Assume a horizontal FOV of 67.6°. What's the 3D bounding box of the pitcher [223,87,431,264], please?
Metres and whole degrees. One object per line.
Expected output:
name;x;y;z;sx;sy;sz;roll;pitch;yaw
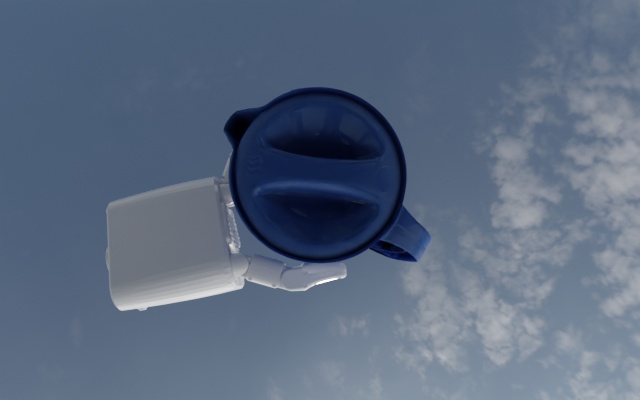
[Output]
pitcher;0.000;0.002;0.465;0.145;0.149;0.243;-13;-7;-5
